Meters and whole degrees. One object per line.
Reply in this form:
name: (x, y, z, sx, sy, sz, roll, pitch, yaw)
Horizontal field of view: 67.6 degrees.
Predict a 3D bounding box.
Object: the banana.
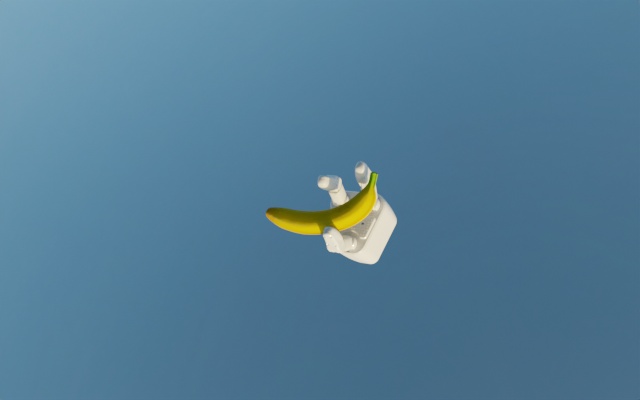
banana: (0.007, 0.019, 0.749, 0.198, 0.069, 0.037, -18, -16, 18)
